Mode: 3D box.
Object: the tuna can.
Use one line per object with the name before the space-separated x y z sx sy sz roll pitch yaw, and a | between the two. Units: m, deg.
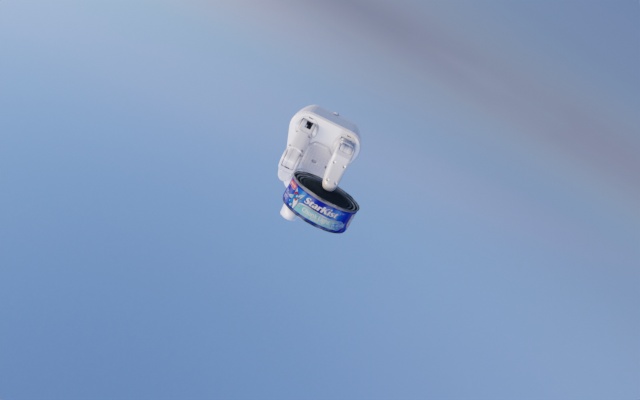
tuna can | 0.000 0.002 0.553 0.086 0.034 0.086 27 16 -8
